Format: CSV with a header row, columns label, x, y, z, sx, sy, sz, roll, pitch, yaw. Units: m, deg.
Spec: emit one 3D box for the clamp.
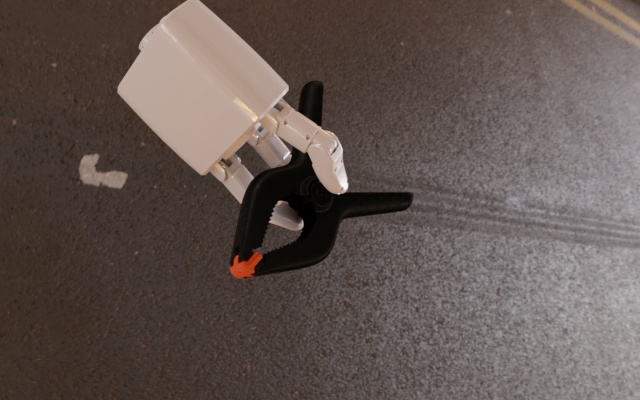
label,x,y,z,sx,sy,sz,roll,pitch,yaw
clamp,0.000,0.001,0.443,0.164,0.210,0.036,43,-35,-12
